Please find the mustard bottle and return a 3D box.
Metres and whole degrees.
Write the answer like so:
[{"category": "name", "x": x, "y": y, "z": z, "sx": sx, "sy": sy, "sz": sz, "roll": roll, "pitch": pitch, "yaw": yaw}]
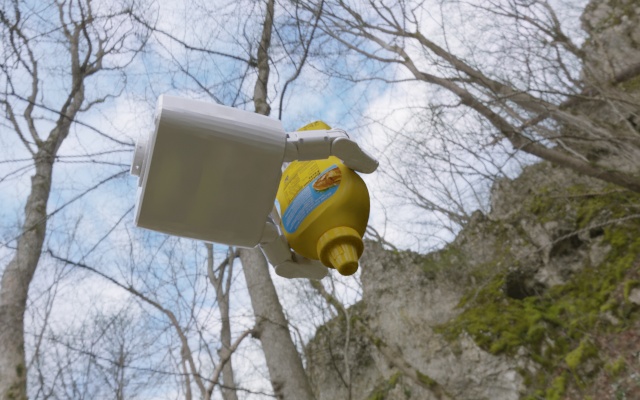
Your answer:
[{"category": "mustard bottle", "x": 0.000, "y": 0.002, "z": 0.472, "sx": 0.058, "sy": 0.096, "sz": 0.191, "roll": 36, "pitch": 19, "yaw": -34}]
